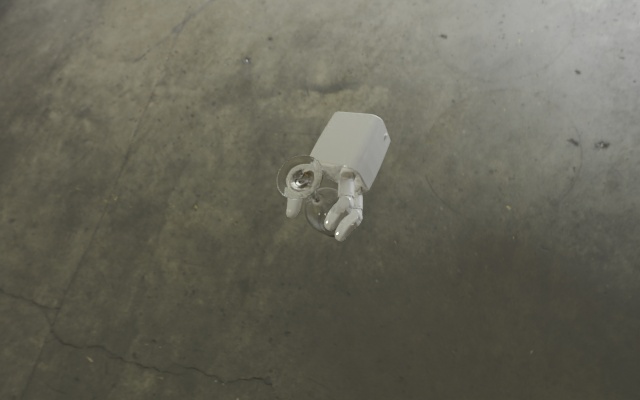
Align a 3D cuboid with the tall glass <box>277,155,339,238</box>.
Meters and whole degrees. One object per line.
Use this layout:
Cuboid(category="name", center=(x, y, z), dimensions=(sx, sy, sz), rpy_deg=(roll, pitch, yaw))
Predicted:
Cuboid(category="tall glass", center=(0.000, 0.002, 0.799), dimensions=(0.079, 0.079, 0.201), rpy_deg=(0, -23, 20))
